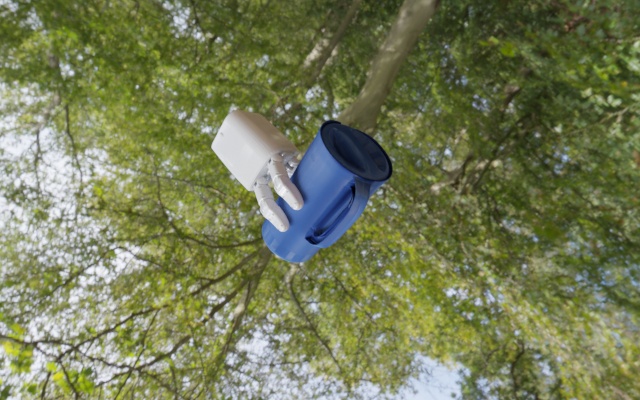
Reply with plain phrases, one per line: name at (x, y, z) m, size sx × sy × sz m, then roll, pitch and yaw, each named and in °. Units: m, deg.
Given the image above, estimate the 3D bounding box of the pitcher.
pitcher at (0.000, 0.002, 0.790) m, size 0.149 × 0.145 × 0.243 m, roll -31°, pitch -18°, yaw -53°
